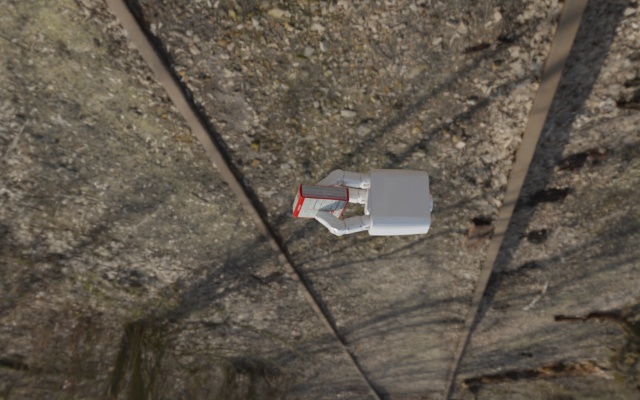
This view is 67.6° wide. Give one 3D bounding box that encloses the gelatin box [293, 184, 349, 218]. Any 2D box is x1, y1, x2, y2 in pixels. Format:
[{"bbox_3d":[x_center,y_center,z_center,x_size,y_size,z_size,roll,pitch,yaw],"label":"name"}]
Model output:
[{"bbox_3d":[0.000,0.003,0.857,0.089,0.030,0.073,3,-30,-13],"label":"gelatin box"}]
